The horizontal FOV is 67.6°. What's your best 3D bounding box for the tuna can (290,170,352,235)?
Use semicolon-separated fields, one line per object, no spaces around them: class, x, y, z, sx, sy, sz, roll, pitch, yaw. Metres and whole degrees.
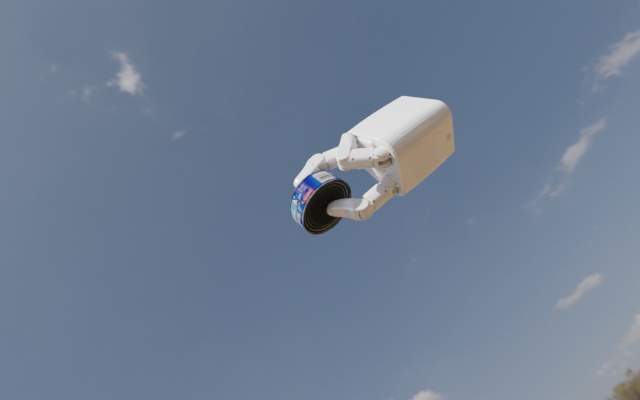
tuna can;0.000;0.002;0.658;0.086;0.086;0.033;0;28;-46
